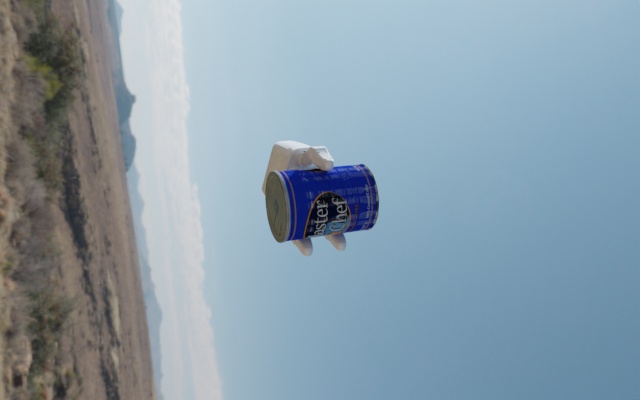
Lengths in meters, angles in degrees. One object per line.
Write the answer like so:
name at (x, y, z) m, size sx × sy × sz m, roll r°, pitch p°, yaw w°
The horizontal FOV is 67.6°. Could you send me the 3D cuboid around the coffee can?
coffee can at (0.000, 0.002, 0.700) m, size 0.140 × 0.103 × 0.103 m, roll -6°, pitch 2°, yaw -21°
